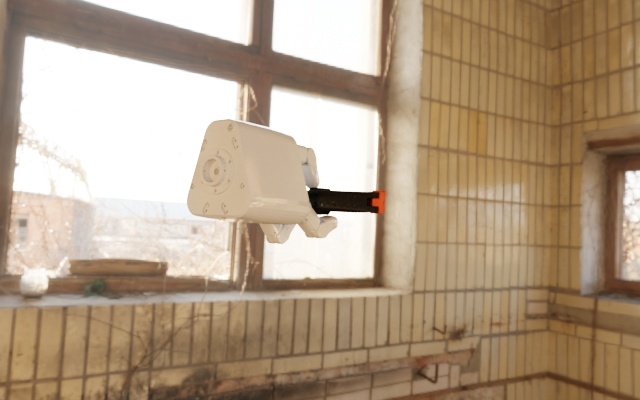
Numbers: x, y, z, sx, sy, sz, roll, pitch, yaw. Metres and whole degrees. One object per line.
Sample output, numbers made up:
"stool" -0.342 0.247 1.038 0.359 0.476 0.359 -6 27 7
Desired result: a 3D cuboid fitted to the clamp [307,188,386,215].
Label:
"clamp" 0.000 0.001 0.652 0.210 0.036 0.164 1 -3 32
